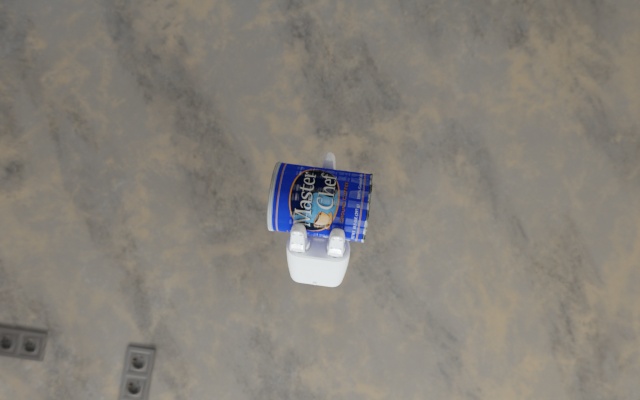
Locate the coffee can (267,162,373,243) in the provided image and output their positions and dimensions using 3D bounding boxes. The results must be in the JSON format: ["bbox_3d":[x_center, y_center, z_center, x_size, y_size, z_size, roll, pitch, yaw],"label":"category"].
[{"bbox_3d":[0.000,0.002,0.700,0.140,0.103,0.103,7,0,3],"label":"coffee can"}]
